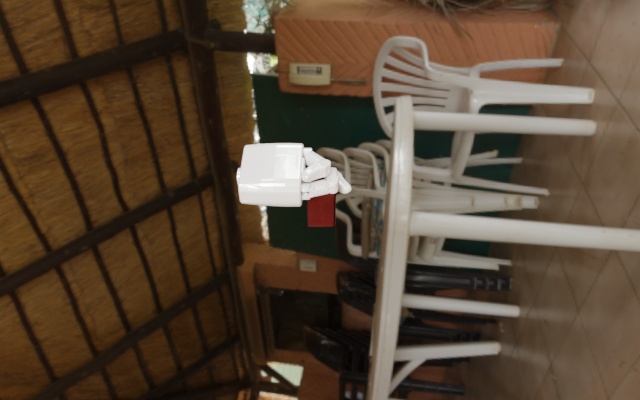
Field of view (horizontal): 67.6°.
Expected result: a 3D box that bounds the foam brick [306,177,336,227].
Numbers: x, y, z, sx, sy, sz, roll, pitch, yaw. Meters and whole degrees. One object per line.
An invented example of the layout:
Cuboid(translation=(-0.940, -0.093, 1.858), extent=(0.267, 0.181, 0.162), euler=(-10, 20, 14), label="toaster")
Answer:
Cuboid(translation=(0.000, 0.003, 0.869), extent=(0.051, 0.078, 0.053), euler=(-3, 38, -3), label="foam brick")
